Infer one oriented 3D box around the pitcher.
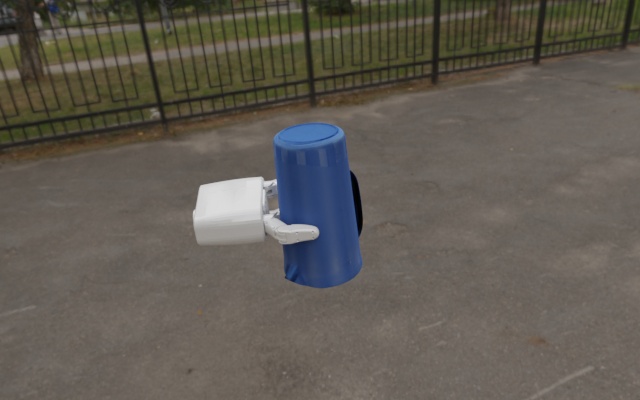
[{"bbox_3d":[0.000,0.003,0.765,0.145,0.243,0.149,-6,26,0],"label":"pitcher"}]
